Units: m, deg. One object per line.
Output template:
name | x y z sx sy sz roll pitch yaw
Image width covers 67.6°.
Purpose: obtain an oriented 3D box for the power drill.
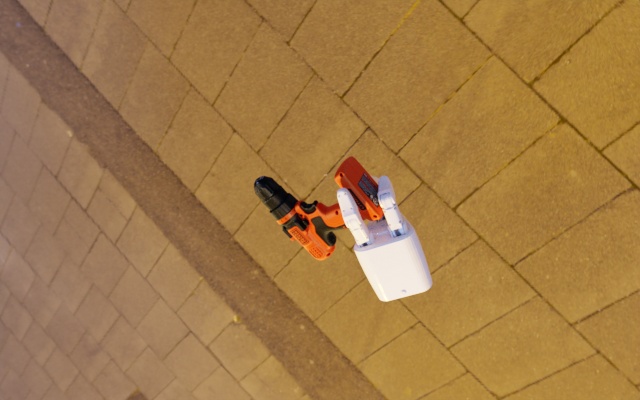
power drill | 0.001 0.003 0.780 0.188 0.184 0.057 -29 21 40
